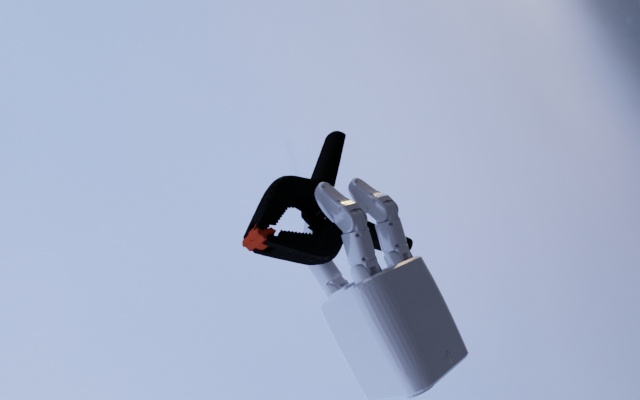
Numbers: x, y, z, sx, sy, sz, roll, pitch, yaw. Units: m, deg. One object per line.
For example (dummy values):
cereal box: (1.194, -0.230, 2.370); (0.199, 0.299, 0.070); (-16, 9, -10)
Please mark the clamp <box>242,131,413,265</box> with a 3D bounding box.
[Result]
clamp: (-0.001, 0.002, 0.491); (0.210, 0.164, 0.036); (-12, -21, -48)
